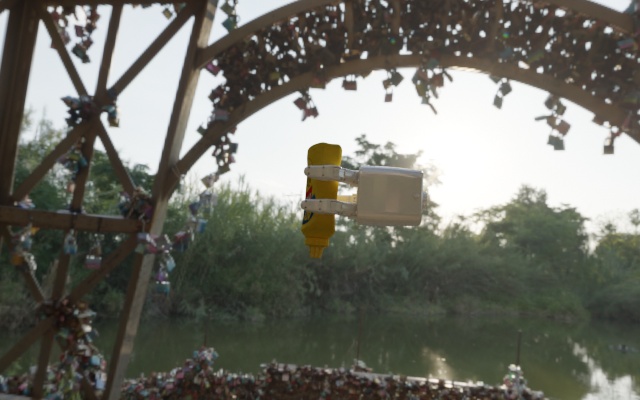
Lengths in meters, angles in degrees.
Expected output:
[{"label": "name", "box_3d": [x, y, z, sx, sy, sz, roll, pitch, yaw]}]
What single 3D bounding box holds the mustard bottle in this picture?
[{"label": "mustard bottle", "box_3d": [0.000, 0.002, 0.819, 0.058, 0.191, 0.096, 7, -8, -15]}]
